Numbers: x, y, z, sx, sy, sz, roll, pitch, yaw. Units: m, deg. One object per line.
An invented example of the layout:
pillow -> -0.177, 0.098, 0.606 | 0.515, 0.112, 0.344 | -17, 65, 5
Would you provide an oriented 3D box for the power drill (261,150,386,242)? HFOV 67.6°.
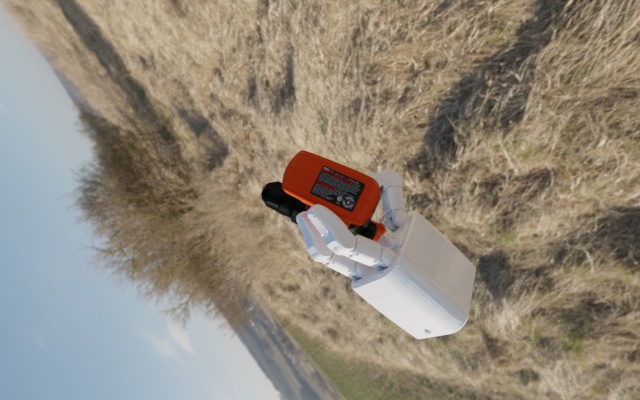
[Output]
power drill -> 0.000, 0.002, 0.597 | 0.184, 0.057, 0.188 | 22, -13, 8
